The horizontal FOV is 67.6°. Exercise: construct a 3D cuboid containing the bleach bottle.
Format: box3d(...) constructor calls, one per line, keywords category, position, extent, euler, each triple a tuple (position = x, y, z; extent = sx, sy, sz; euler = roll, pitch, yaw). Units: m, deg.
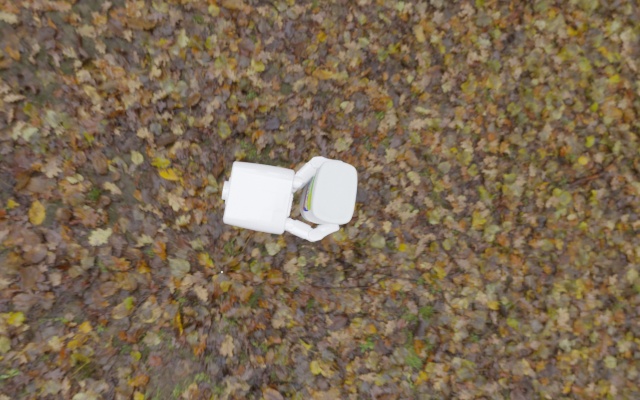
box3d(category="bleach bottle", position=(0.000, 0.003, 0.855), extent=(0.068, 0.102, 0.251), euler=(11, -10, -9))
